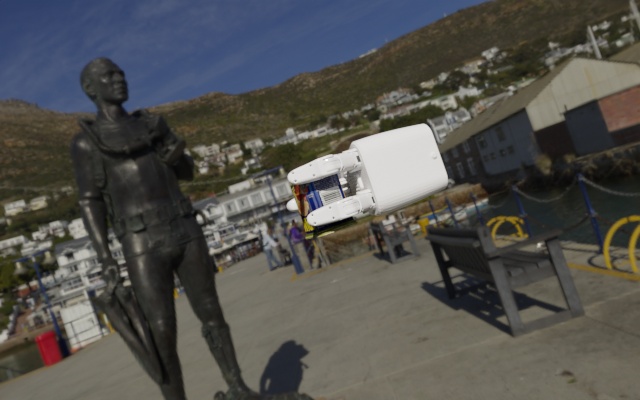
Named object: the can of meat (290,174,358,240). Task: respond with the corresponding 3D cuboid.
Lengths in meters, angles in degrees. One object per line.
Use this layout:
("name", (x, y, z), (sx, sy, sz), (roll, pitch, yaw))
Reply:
("can of meat", (0.000, 0.002, 0.626), (0.057, 0.084, 0.102), (-18, -2, -13))
